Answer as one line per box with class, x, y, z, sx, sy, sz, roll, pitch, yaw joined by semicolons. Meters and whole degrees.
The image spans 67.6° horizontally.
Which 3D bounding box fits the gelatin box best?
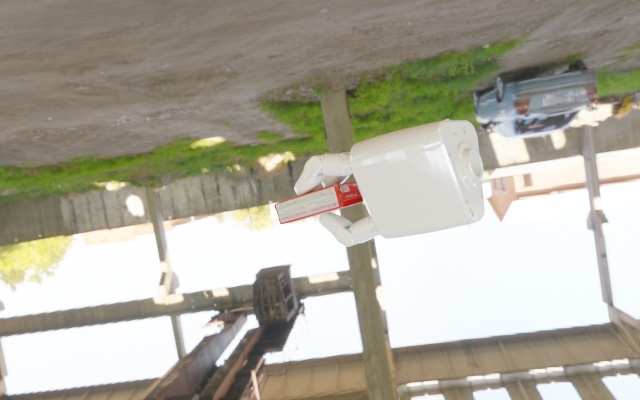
gelatin box;0.000;0.002;0.585;0.089;0.030;0.073;-18;-3;26
